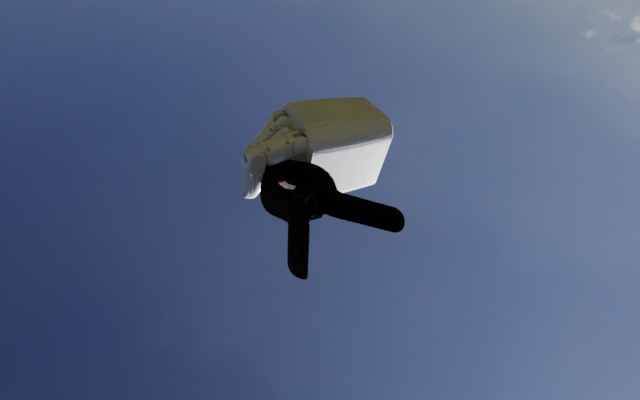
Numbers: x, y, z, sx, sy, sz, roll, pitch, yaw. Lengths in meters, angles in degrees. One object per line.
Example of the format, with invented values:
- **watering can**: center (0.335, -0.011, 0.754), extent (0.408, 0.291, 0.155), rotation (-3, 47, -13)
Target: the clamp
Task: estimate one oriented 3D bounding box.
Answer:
- **clamp**: center (0.000, 0.002, 0.482), extent (0.120, 0.039, 0.171), rotation (-13, 41, -19)
